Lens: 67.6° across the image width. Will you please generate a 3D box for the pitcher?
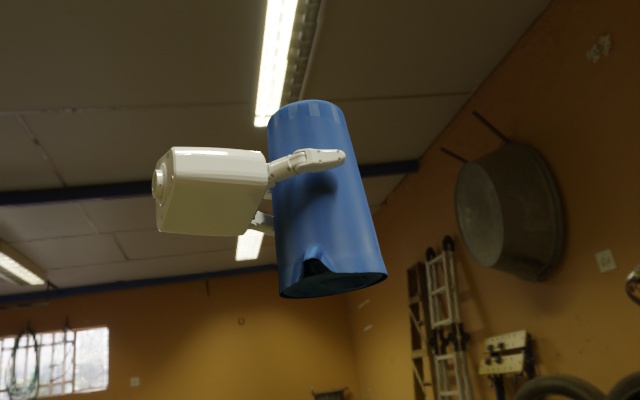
[{"bbox_3d":[0.000,0.002,0.624,0.145,0.242,0.149,2,-23,-28],"label":"pitcher"}]
